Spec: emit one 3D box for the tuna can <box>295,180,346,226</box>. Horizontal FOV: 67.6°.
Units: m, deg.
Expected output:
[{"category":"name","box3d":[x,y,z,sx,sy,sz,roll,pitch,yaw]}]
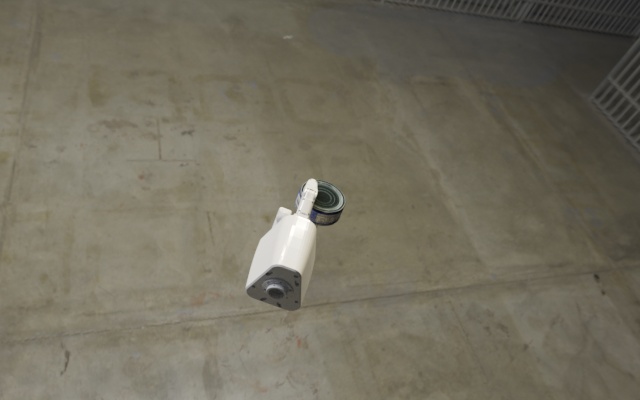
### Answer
[{"category":"tuna can","box3d":[0.000,0.002,0.847,0.086,0.034,0.086,13,41,-11]}]
